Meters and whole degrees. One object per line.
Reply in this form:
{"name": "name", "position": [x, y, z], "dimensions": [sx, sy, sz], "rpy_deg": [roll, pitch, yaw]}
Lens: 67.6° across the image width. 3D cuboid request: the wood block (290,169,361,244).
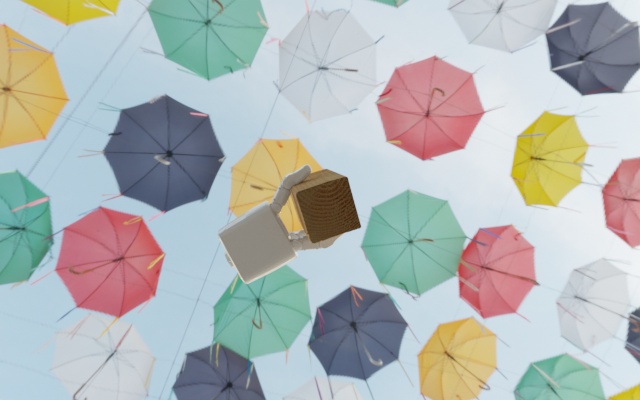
{"name": "wood block", "position": [0.000, 0.003, 0.865], "dimensions": [0.090, 0.091, 0.206], "rpy_deg": [-18, 10, -6]}
